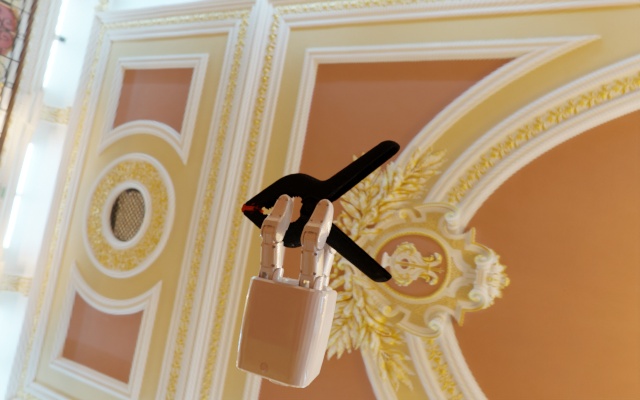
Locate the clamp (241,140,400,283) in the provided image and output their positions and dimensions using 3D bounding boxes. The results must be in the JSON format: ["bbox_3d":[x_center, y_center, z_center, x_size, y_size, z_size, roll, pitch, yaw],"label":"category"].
[{"bbox_3d":[0.000,0.002,0.583,0.210,0.164,0.036,7,-12,28],"label":"clamp"}]
